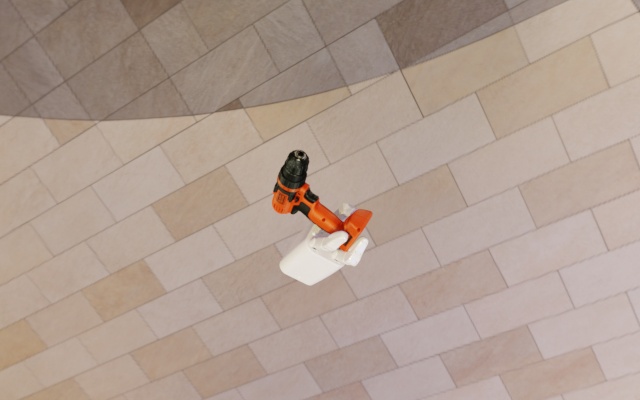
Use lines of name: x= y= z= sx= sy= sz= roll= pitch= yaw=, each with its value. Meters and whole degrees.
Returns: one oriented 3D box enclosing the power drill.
power drill: x=0.000 y=0.003 z=0.886 sx=0.187 sy=0.057 sz=0.184 roll=34 pitch=-32 yaw=5
